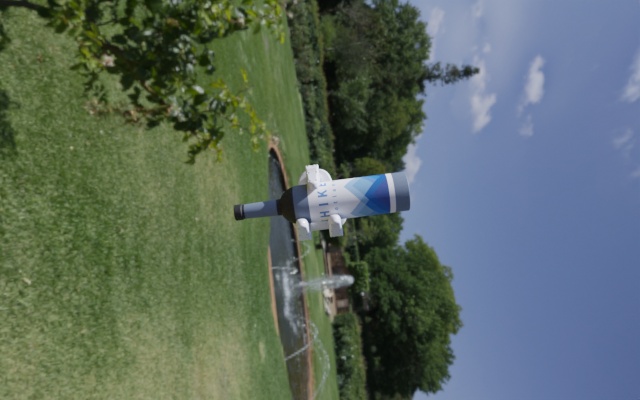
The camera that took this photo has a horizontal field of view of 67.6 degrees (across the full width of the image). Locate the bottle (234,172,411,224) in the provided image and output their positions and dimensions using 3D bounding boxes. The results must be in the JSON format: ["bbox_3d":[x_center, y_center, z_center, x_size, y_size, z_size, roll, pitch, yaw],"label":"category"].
[{"bbox_3d":[0.000,0.003,0.813,0.296,0.069,0.069,-7,0,2],"label":"bottle"}]
